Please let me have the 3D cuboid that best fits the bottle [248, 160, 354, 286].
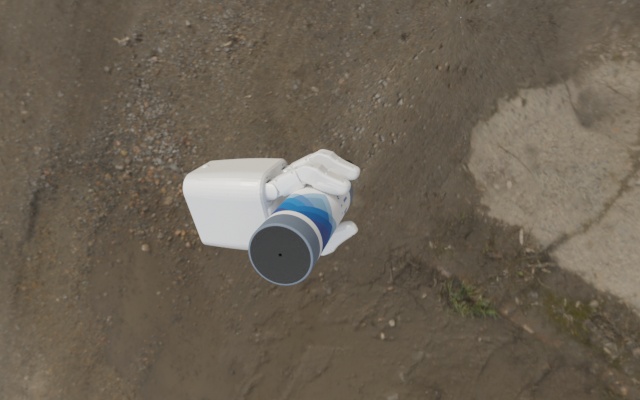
[{"bbox_3d":[0.000,0.002,0.588,0.069,0.069,0.295,0,20,16],"label":"bottle"}]
